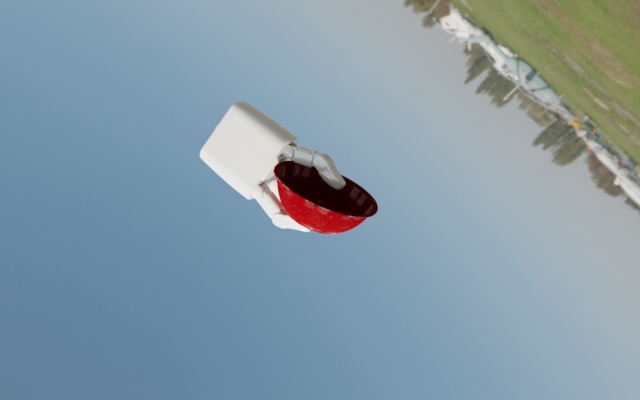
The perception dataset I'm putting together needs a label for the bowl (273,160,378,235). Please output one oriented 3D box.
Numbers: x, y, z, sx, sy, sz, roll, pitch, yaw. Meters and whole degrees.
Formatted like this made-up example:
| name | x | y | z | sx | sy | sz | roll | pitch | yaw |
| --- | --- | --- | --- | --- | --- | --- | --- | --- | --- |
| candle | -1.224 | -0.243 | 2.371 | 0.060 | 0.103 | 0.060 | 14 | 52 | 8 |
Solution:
| name | x | y | z | sx | sy | sz | roll | pitch | yaw |
| --- | --- | --- | --- | --- | --- | --- | --- | --- | --- |
| bowl | 0.001 | 0.003 | 0.697 | 0.162 | 0.055 | 0.162 | 20 | 21 | -8 |
